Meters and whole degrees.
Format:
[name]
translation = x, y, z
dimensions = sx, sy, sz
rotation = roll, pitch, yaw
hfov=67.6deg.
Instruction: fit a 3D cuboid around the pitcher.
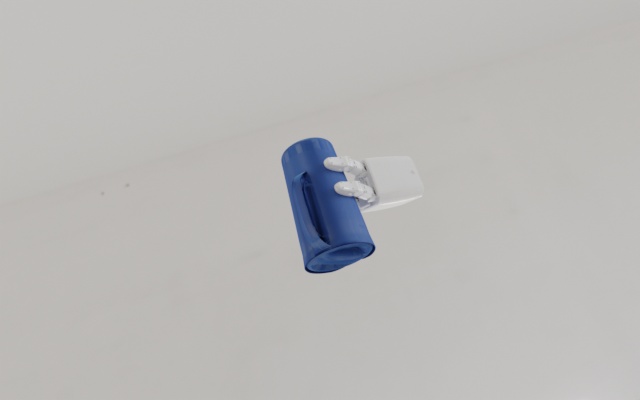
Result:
[pitcher]
translation = 0.000, 0.003, 0.890
dimensions = 0.145, 0.242, 0.149
rotation = -8, -27, -21
